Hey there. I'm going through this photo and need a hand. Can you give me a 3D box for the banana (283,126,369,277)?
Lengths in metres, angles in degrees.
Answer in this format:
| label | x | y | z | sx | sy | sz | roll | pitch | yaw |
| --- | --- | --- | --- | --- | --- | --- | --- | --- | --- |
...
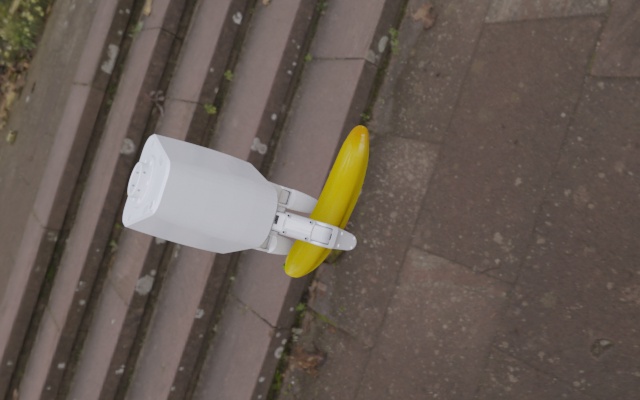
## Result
| label | x | y | z | sx | sy | sz | roll | pitch | yaw |
| --- | --- | --- | --- | --- | --- | --- | --- | --- | --- |
| banana | 0.004 | 0.014 | 0.516 | 0.037 | 0.198 | 0.069 | 19 | 21 | -29 |
